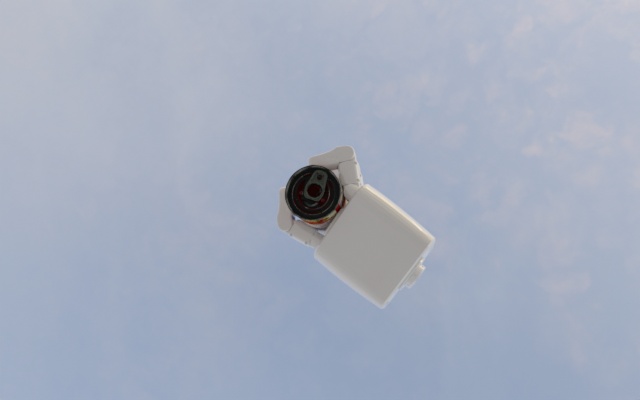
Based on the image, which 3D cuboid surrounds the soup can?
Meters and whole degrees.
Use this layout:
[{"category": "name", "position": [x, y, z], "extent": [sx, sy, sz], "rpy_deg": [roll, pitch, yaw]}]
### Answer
[{"category": "soup can", "position": [0.000, 0.002, 0.607], "extent": [0.068, 0.068, 0.102], "rpy_deg": [0, -13, 11]}]
